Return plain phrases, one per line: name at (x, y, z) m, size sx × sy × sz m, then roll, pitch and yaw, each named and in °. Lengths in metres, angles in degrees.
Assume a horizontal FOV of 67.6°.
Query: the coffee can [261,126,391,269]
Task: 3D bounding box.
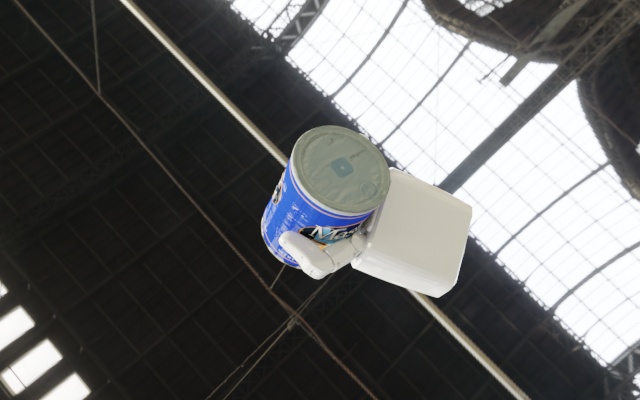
coffee can at (0.000, 0.002, 0.522) m, size 0.103 × 0.102 × 0.140 m, roll 0°, pitch -30°, yaw -21°
